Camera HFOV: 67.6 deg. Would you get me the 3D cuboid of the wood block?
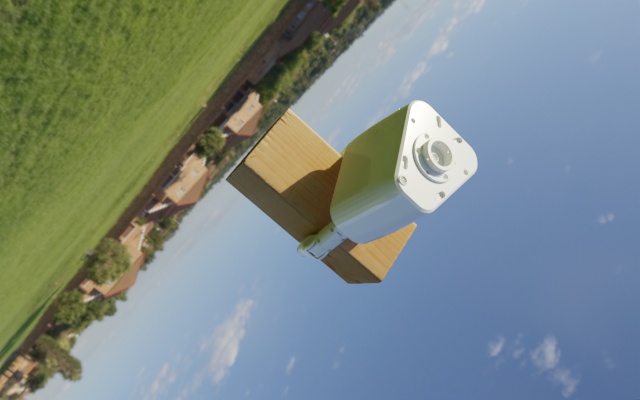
[{"bbox_3d":[0.000,0.002,0.575,0.206,0.090,0.090,42,-22,-11],"label":"wood block"}]
